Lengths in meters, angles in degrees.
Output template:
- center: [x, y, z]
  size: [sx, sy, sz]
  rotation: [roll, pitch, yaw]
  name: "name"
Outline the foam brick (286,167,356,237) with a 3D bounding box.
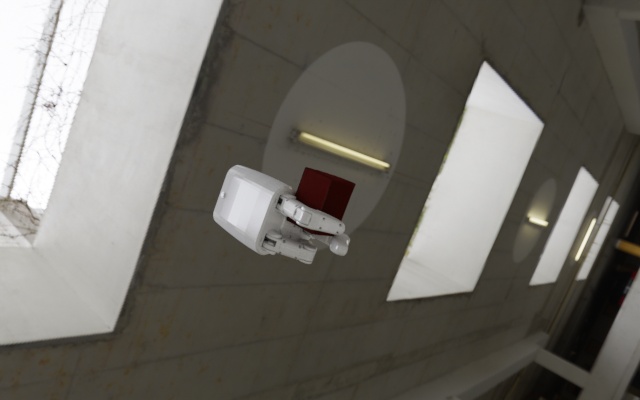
- center: [0.000, 0.002, 0.629]
  size: [0.051, 0.078, 0.053]
  rotation: [27, 10, 38]
  name: "foam brick"
